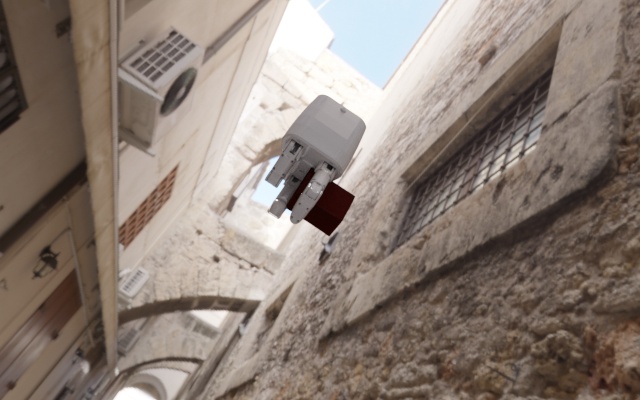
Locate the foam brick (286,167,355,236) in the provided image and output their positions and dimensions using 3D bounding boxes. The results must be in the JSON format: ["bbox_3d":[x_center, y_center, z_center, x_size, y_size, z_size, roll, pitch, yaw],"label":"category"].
[{"bbox_3d":[0.000,0.002,0.681,0.078,0.051,0.053,34,-36,-4],"label":"foam brick"}]
